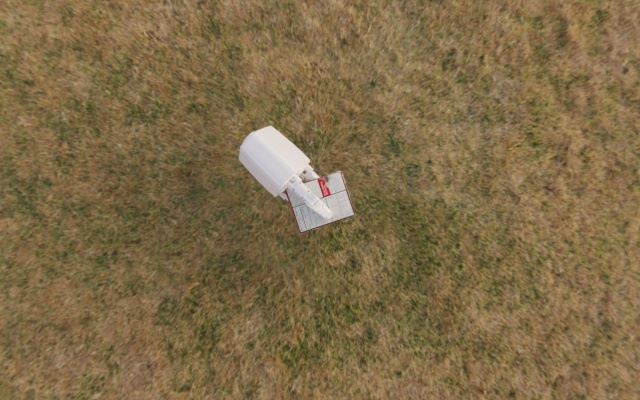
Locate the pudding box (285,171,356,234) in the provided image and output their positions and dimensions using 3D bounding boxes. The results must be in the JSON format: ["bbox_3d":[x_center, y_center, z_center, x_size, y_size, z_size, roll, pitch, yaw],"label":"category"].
[{"bbox_3d":[0.000,0.003,0.896,0.113,0.090,0.039,-18,2,2],"label":"pudding box"}]
